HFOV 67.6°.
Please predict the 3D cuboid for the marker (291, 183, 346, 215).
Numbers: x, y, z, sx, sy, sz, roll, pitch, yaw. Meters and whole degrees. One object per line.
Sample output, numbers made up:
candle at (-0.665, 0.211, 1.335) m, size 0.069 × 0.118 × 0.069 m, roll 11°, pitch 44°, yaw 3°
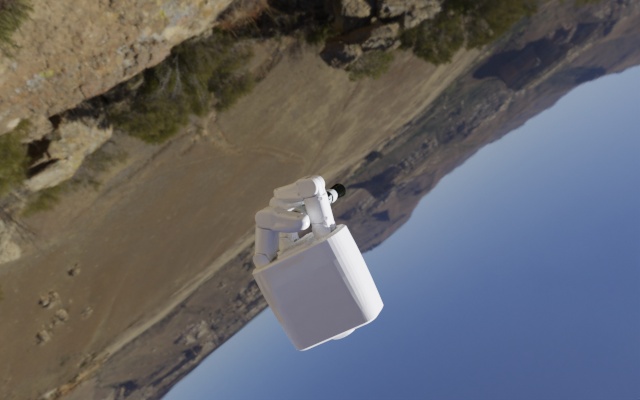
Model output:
marker at (0.000, 0.002, 0.572) m, size 0.020 × 0.020 × 0.121 m, roll 0°, pitch 16°, yaw 27°
